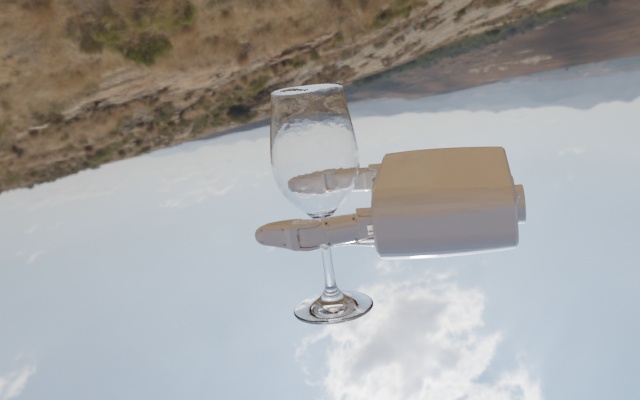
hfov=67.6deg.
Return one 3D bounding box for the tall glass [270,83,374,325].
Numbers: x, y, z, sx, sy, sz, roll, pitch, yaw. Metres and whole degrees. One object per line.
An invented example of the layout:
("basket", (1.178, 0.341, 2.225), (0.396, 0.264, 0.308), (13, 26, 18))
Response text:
("tall glass", (0.000, 0.002, 0.424), (0.079, 0.201, 0.079), (-7, 9, 1))
